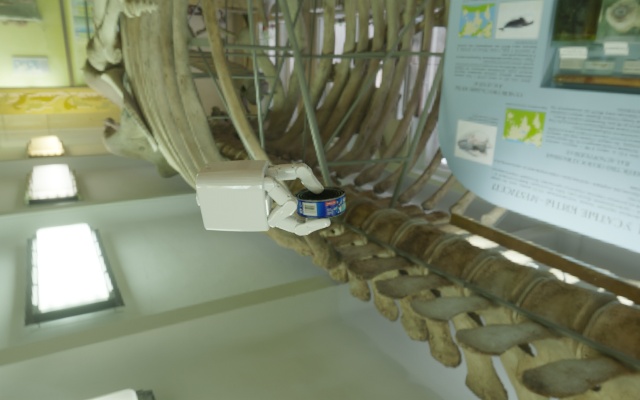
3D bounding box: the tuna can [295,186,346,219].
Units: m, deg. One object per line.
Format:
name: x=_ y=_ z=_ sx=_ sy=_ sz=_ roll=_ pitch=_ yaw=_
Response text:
tuna can: x=0.000 y=0.003 z=0.814 sx=0.086 sy=0.034 sz=0.086 roll=-4 pitch=16 yaw=1
